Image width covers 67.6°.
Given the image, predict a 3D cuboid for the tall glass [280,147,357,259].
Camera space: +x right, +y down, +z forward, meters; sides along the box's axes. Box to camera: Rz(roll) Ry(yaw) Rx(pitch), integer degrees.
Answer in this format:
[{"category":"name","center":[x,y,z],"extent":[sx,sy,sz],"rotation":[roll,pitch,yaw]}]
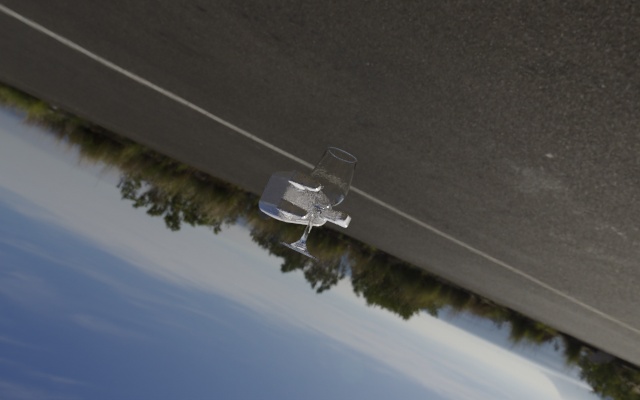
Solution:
[{"category":"tall glass","center":[0.000,0.004,0.888],"extent":[0.079,0.201,0.079],"rotation":[25,-7,3]}]
